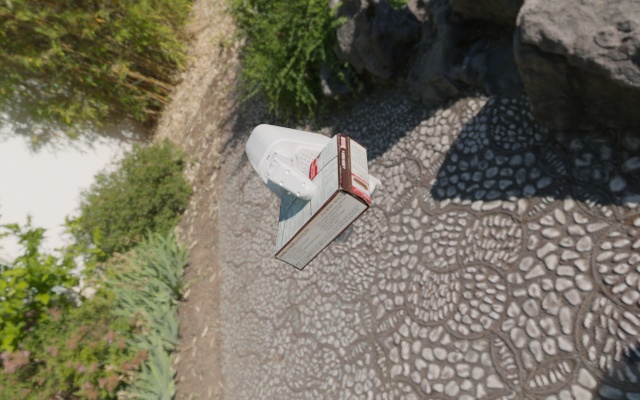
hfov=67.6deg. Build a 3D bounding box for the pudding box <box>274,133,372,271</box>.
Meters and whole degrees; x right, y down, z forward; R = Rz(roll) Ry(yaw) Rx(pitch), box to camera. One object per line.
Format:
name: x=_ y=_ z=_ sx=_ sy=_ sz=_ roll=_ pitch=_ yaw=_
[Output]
pudding box: x=0.000 y=0.001 z=0.472 sx=0.039 sy=0.090 sz=0.113 roll=26 pitch=-53 yaw=-22
